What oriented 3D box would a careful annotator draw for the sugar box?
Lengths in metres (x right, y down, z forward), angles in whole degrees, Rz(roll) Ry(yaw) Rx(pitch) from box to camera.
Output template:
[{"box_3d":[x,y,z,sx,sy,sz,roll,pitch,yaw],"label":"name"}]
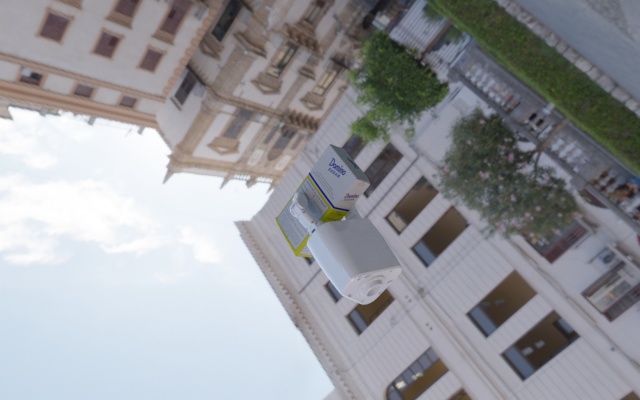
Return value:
[{"box_3d":[0.001,0.003,0.807,0.048,0.176,0.093,15,32,-47],"label":"sugar box"}]
